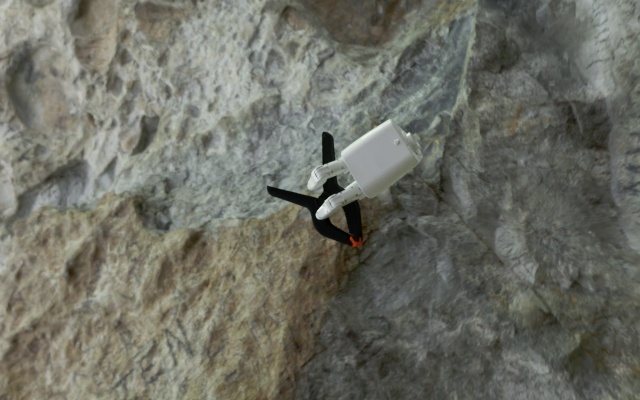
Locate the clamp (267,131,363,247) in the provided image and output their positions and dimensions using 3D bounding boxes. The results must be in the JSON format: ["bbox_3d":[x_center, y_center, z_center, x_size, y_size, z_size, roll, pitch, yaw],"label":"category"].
[{"bbox_3d":[0.001,0.003,0.869,0.164,0.210,0.036,-35,-17,20],"label":"clamp"}]
